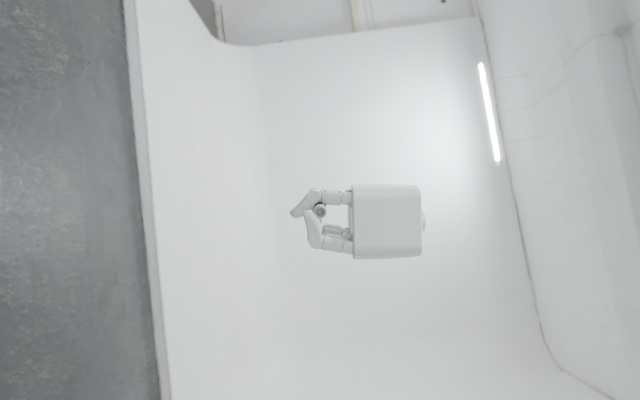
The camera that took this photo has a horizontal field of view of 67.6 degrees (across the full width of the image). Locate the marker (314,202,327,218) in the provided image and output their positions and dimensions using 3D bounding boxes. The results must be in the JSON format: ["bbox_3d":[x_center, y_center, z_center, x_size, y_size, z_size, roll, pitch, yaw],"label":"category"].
[{"bbox_3d":[0.000,0.003,0.771,0.020,0.020,0.121,0,15,0],"label":"marker"}]
